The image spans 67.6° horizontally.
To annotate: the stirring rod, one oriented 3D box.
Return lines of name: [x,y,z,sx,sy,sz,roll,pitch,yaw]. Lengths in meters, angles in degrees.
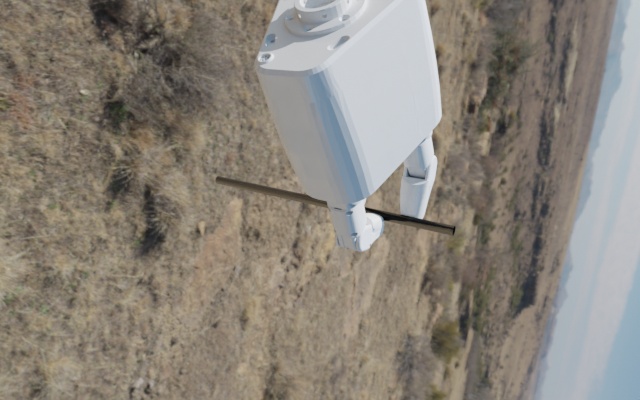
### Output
stirring rod: [0.000,0.001,0.428,0.239,0.011,0.011,12,6,28]
